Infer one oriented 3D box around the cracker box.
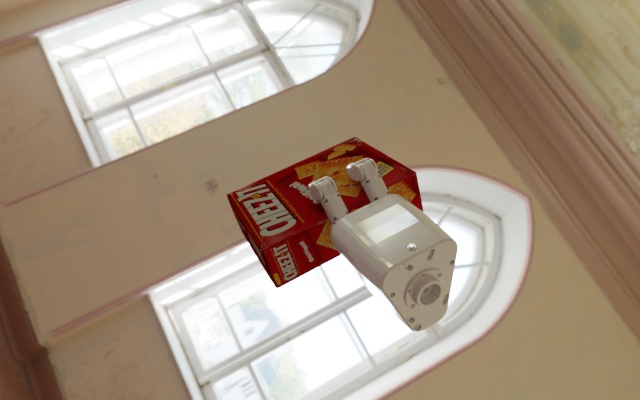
[{"bbox_3d":[0.000,0.002,0.638,0.213,0.072,0.164,-25,32,-14],"label":"cracker box"}]
